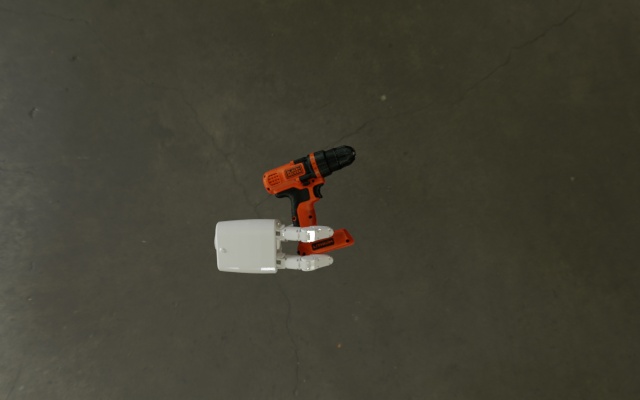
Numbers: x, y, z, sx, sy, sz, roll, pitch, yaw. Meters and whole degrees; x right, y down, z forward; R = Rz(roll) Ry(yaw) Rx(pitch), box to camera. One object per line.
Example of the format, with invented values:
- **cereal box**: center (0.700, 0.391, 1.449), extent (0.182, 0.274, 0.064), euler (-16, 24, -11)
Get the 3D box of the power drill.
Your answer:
- **power drill**: center (0.000, 0.003, 0.898), extent (0.184, 0.187, 0.057), euler (-19, -10, 10)
